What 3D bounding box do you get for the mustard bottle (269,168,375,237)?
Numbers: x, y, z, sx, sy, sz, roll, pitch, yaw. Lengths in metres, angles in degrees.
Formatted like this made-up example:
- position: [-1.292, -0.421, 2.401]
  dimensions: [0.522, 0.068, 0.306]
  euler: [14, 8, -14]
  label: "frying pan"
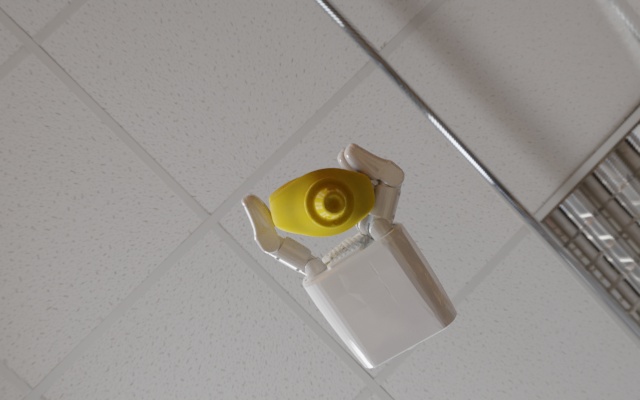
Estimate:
- position: [0.000, 0.001, 0.454]
  dimensions: [0.096, 0.058, 0.191]
  euler: [-11, 2, -6]
  label: "mustard bottle"
